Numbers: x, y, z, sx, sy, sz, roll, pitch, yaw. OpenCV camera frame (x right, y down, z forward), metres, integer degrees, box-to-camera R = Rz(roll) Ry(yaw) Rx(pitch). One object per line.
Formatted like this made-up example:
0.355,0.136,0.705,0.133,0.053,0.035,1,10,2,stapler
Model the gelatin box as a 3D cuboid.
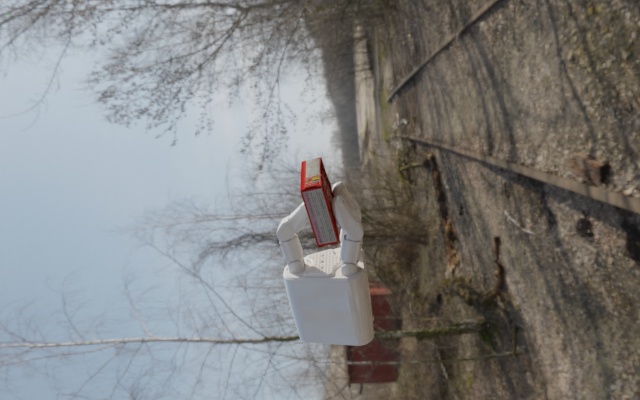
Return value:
0.000,0.002,0.599,0.030,0.089,0.073,-13,32,8,gelatin box
